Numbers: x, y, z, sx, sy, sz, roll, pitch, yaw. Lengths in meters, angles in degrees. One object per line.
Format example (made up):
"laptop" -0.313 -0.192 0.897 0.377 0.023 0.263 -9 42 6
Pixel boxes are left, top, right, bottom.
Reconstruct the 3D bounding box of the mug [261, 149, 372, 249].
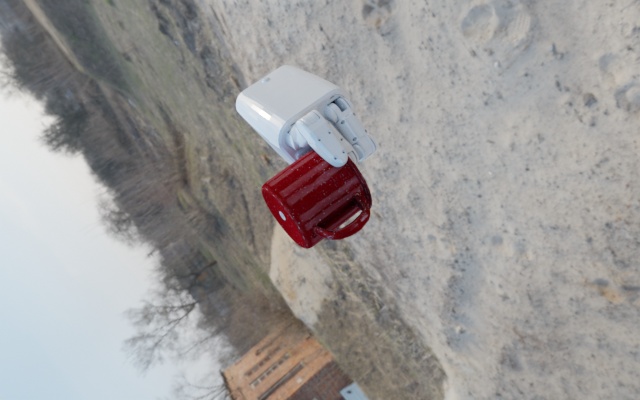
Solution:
"mug" 0.001 0.002 0.487 0.081 0.093 0.117 -37 47 -15
